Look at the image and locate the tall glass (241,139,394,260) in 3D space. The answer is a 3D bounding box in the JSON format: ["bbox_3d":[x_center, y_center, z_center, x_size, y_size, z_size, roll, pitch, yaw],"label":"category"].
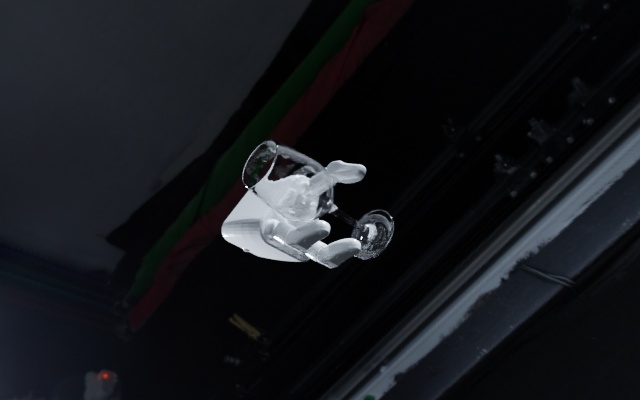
[{"bbox_3d":[0.001,0.002,0.587,0.201,0.079,0.079,33,-20,-35],"label":"tall glass"}]
